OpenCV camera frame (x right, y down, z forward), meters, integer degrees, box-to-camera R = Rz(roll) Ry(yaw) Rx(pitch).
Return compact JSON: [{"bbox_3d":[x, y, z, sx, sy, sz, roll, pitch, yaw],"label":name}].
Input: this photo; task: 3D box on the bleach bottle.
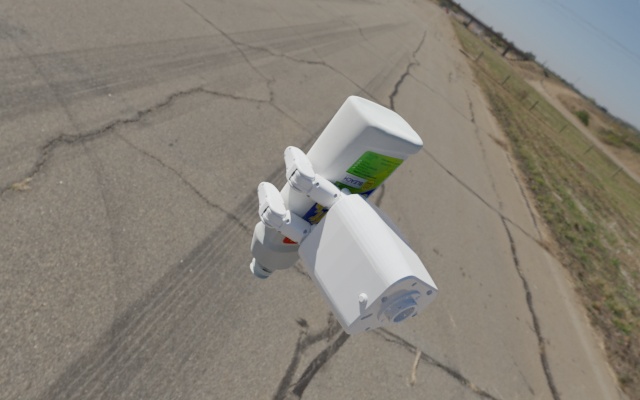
[{"bbox_3d":[0.000,0.002,0.556,0.102,0.068,0.251,10,-52,-45],"label":"bleach bottle"}]
